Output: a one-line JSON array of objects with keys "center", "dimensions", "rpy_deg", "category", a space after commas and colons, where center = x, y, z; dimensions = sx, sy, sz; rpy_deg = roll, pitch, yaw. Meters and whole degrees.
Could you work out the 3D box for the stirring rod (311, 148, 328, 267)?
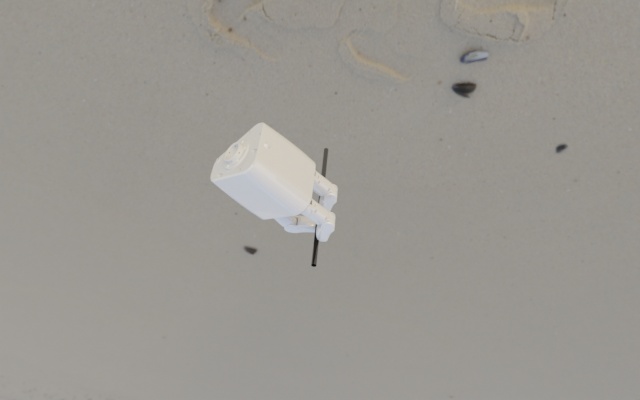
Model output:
[{"center": [0.000, 0.002, 0.784], "dimensions": [0.011, 0.239, 0.011], "rpy_deg": [4, -38, 3], "category": "stirring rod"}]
